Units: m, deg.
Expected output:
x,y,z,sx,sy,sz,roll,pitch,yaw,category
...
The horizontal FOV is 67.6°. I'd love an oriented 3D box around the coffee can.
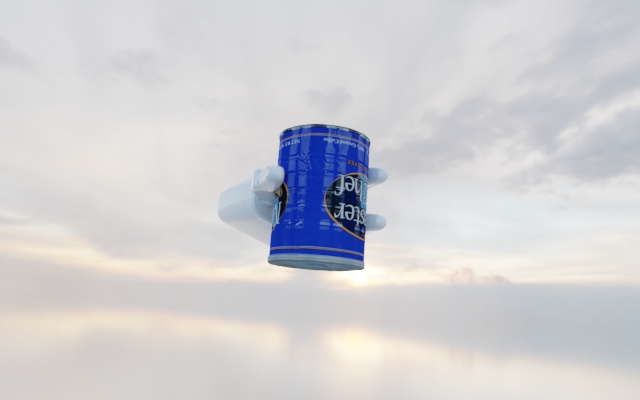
x,y,z,sx,sy,sz,roll,pitch,yaw,category
0.000,0.002,0.516,0.103,0.140,0.103,4,-13,1,coffee can
